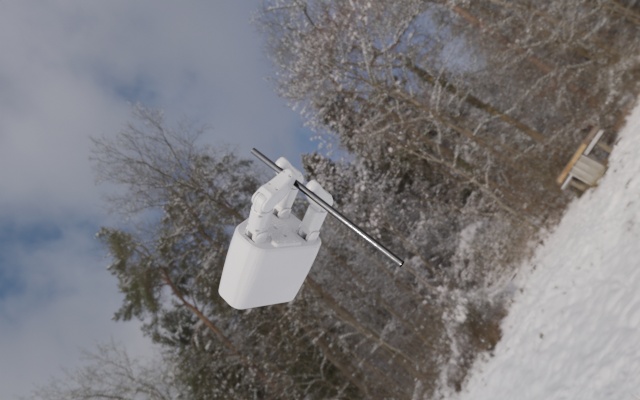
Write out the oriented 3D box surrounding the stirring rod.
[{"bbox_3d":[0.000,0.002,0.555,0.239,0.011,0.011,37,18,26],"label":"stirring rod"}]
